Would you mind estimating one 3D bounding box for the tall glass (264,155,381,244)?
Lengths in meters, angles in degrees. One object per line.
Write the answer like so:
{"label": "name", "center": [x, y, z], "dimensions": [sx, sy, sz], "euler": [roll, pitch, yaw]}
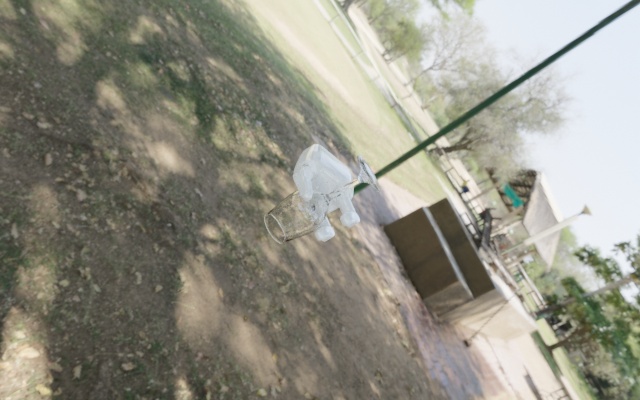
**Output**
{"label": "tall glass", "center": [0.001, 0.002, 0.831], "dimensions": [0.201, 0.079, 0.079], "euler": [-30, -9, 16]}
